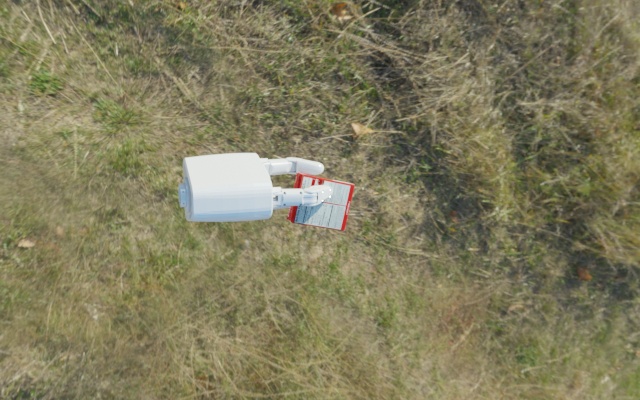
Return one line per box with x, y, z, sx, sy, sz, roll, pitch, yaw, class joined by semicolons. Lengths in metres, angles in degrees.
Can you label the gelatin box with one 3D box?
0.001;0.002;0.714;0.089;0.073;0.030;10;5;-22;gelatin box
